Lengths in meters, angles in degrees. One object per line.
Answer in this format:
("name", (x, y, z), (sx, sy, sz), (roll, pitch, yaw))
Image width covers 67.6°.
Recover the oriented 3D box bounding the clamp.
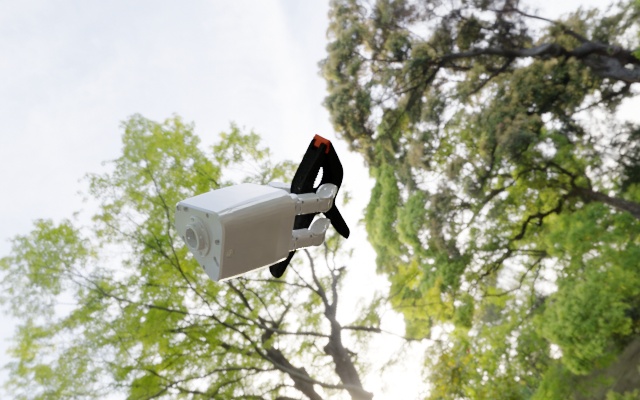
("clamp", (-0.001, 0.002, 0.702), (0.036, 0.210, 0.164), (30, 32, 34))
